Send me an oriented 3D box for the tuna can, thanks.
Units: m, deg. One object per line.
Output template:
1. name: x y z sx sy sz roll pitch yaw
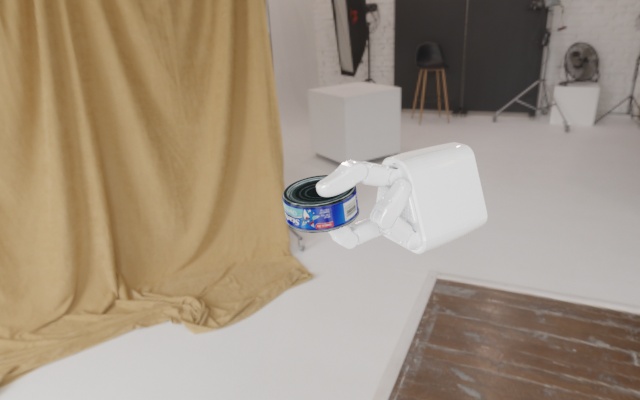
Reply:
1. tuna can: 0.000 0.001 0.544 0.086 0.034 0.086 -7 25 3
